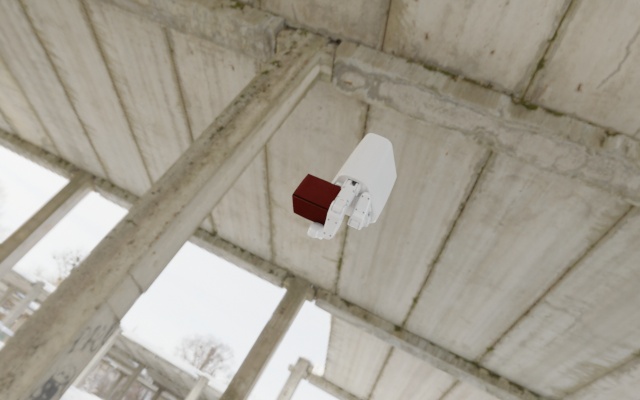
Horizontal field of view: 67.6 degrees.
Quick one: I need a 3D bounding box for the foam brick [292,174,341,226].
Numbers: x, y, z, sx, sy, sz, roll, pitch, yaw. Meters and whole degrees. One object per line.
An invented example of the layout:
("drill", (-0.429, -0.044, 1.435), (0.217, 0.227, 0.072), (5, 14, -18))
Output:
("foam brick", (0.000, 0.002, 0.772), (0.078, 0.051, 0.053), (24, -32, 13))
